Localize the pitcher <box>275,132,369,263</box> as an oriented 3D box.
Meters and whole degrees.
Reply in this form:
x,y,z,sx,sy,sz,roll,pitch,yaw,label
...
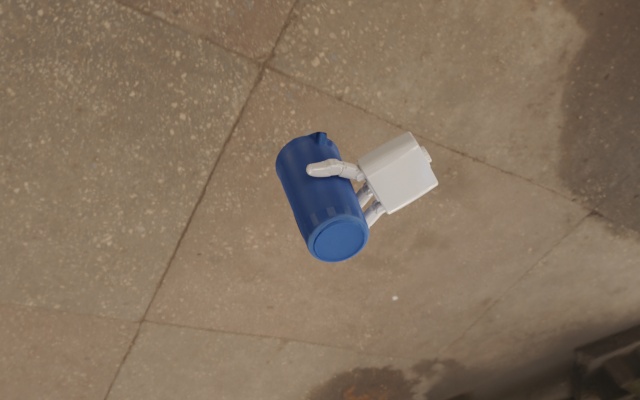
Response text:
x,y,z,sx,sy,sz,roll,pitch,yaw,label
0.000,0.003,0.880,0.145,0.149,0.242,-28,41,7,pitcher
